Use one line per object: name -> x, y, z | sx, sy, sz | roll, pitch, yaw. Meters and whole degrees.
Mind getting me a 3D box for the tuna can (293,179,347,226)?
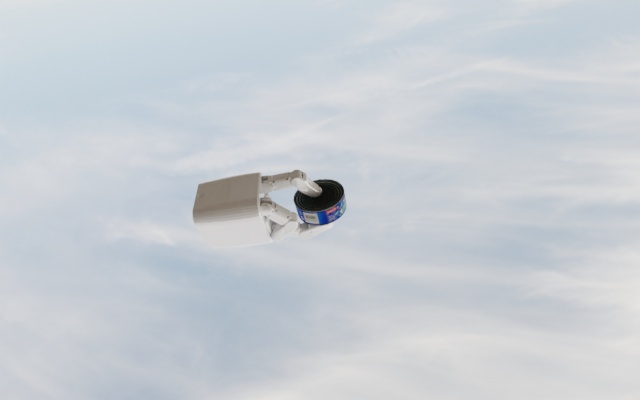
tuna can -> 0.000, 0.003, 0.798 | 0.086, 0.034, 0.086 | -9, 38, 7
